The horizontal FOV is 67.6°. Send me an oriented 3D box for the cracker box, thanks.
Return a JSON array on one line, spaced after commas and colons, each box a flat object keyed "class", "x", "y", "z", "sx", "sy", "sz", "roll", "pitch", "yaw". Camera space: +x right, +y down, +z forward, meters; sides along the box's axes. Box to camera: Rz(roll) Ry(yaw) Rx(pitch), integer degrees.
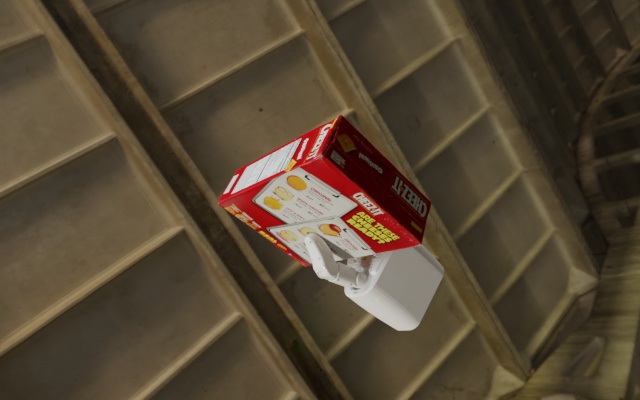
[{"class": "cracker box", "x": 0.000, "y": 0.002, "z": 0.591, "sx": 0.164, "sy": 0.072, "sz": 0.214, "roll": 39, "pitch": -36, "yaw": -26}]
